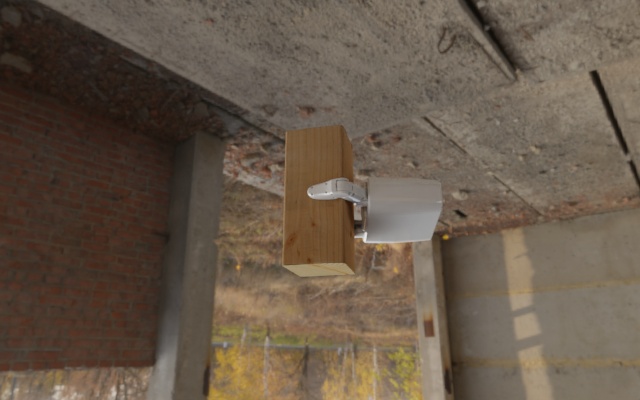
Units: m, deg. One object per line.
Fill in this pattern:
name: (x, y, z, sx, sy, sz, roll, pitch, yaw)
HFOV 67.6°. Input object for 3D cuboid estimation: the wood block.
wood block: (0.000, 0.002, 0.716, 0.090, 0.206, 0.091, -4, -19, 13)
